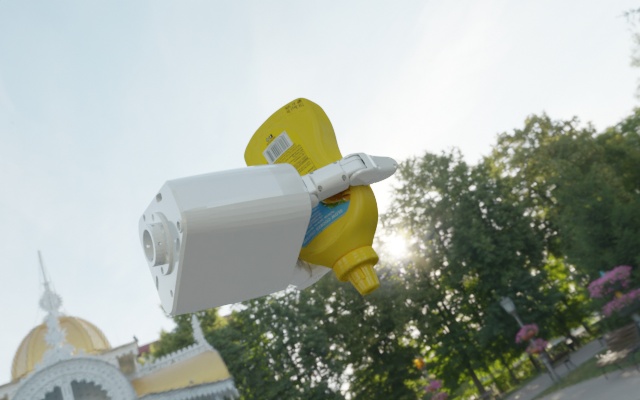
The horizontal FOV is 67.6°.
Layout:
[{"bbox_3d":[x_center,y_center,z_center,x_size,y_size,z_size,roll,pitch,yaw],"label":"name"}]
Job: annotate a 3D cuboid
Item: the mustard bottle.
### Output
[{"bbox_3d":[0.000,0.001,0.448,0.096,0.191,0.058,-40,-27,22],"label":"mustard bottle"}]
